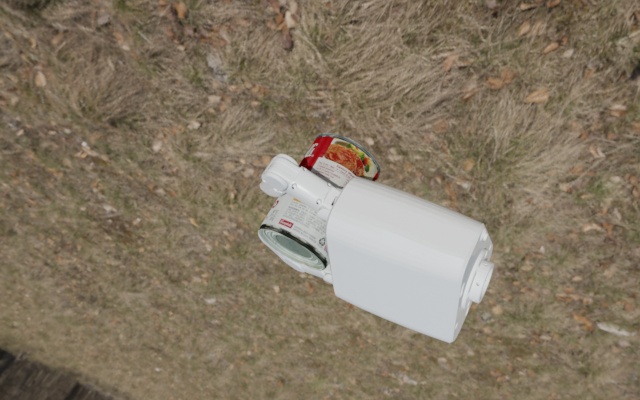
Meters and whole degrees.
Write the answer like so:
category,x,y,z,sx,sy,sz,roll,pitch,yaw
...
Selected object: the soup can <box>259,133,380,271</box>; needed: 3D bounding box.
category,x,y,z,sx,sy,sz,roll,pitch,yaw
soup can,-0.001,0.001,0.419,0.068,0.102,0.068,27,-20,11
